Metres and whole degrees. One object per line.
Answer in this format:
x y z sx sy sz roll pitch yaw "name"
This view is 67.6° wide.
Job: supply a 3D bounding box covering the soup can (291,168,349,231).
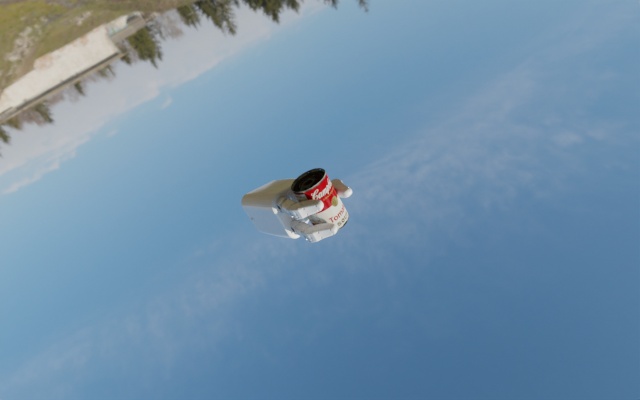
0.001 0.003 0.853 0.068 0.102 0.068 -23 29 13 "soup can"
